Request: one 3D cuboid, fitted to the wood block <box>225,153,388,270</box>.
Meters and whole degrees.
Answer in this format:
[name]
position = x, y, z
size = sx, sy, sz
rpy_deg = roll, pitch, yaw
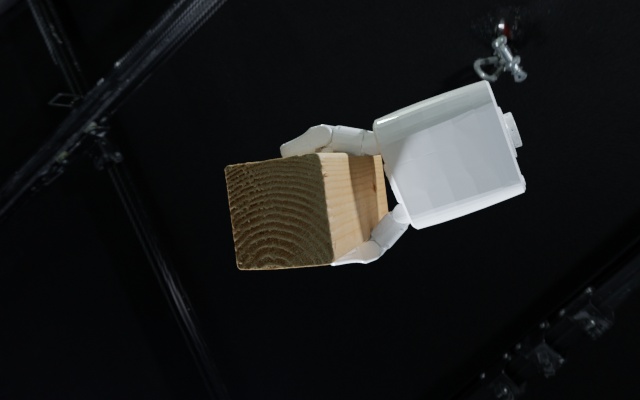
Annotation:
[wood block]
position = 0.001, 0.002, 0.481
size = 0.090, 0.091, 0.206
rpy_deg = -7, 3, 21
